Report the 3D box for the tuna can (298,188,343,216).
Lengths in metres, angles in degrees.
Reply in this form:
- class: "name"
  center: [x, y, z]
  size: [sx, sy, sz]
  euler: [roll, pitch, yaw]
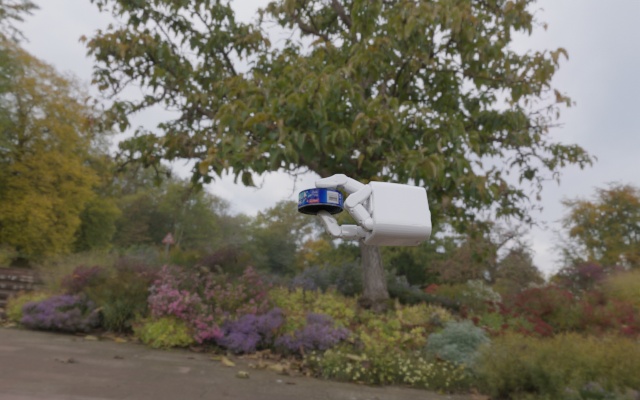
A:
- class: "tuna can"
  center: [0.000, 0.002, 0.900]
  size: [0.086, 0.033, 0.086]
  euler: [0, -15, 0]
